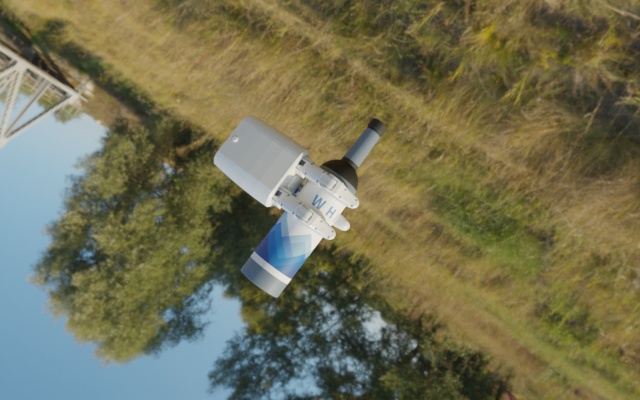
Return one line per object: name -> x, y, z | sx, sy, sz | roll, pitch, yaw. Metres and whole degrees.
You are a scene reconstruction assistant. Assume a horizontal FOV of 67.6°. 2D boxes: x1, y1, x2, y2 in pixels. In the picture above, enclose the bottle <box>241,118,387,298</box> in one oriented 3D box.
bottle -> 0.000, 0.003, 0.697 | 0.069, 0.295, 0.069 | 37, -6, 4
